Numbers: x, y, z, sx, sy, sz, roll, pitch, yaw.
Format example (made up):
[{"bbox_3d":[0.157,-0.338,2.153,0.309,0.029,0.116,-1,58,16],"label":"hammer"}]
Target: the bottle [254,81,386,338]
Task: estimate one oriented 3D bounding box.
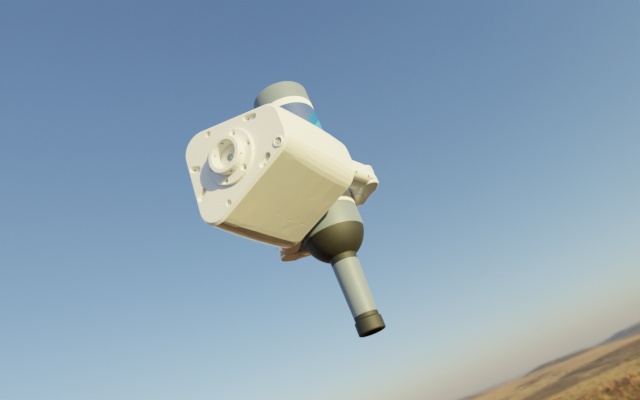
[{"bbox_3d":[0.000,0.001,0.514,0.069,0.295,0.069,-17,-26,-9],"label":"bottle"}]
